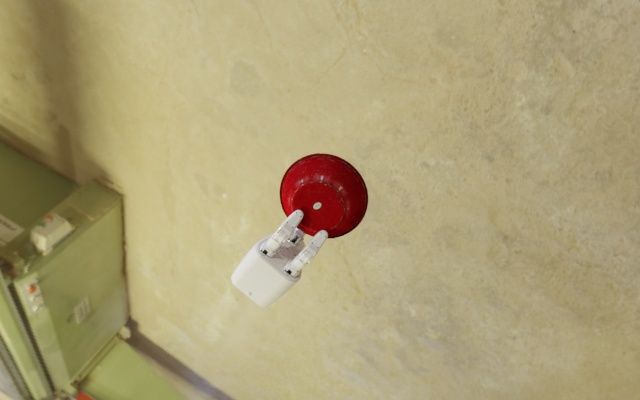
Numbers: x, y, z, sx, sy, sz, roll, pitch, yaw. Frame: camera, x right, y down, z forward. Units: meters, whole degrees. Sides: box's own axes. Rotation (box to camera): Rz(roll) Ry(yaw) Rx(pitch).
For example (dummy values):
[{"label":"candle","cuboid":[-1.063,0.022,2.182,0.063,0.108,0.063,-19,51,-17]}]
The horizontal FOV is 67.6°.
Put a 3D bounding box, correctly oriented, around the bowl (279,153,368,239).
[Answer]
[{"label":"bowl","cuboid":[0.001,0.002,0.827,0.162,0.162,0.055,0,20,12]}]
